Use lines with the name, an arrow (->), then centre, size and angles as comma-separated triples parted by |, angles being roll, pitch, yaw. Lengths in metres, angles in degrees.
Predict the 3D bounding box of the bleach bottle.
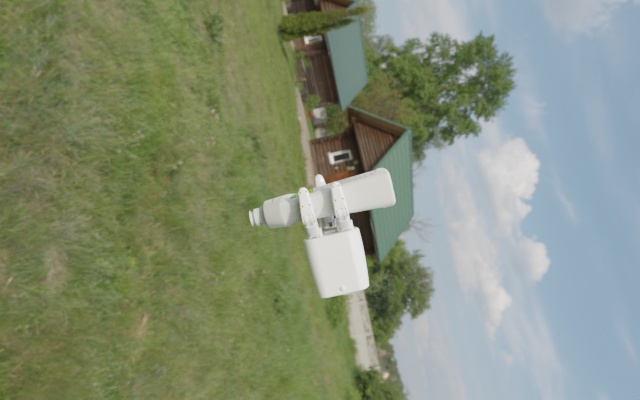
bleach bottle -> 0.000, 0.003, 0.844 | 0.251, 0.068, 0.102 | -13, 5, 2
